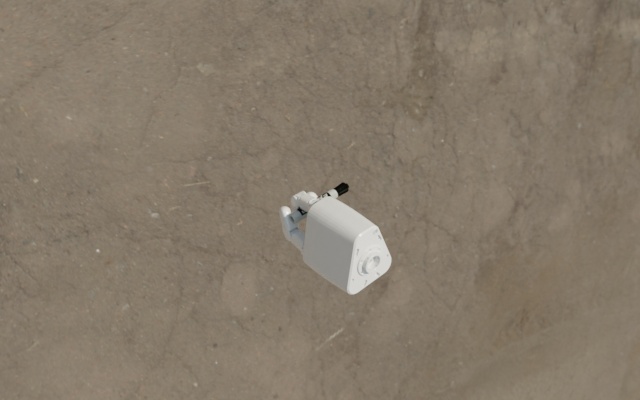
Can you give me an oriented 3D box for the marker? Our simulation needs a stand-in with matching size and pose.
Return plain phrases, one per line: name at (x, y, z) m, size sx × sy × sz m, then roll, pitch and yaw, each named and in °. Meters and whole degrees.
marker at (0.000, 0.003, 0.792) m, size 0.121 × 0.020 × 0.020 m, roll -31°, pitch 15°, yaw -27°
